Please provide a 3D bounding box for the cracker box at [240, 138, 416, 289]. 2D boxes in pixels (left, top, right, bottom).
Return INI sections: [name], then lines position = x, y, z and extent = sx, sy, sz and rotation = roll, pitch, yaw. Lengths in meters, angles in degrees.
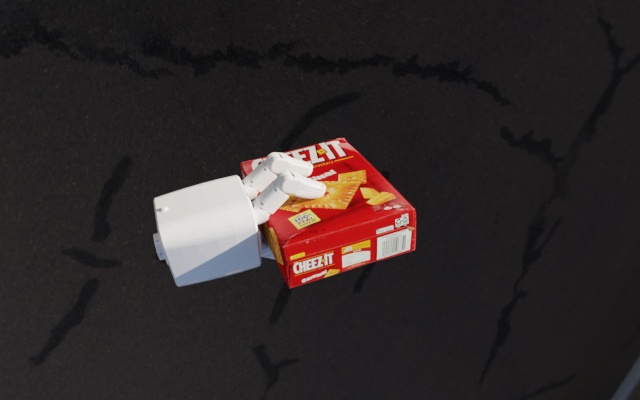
[cracker box]
position = 0.000, 0.002, 0.620
extent = 0.164, 0.072, 0.213
rotation = -15, 35, -15
